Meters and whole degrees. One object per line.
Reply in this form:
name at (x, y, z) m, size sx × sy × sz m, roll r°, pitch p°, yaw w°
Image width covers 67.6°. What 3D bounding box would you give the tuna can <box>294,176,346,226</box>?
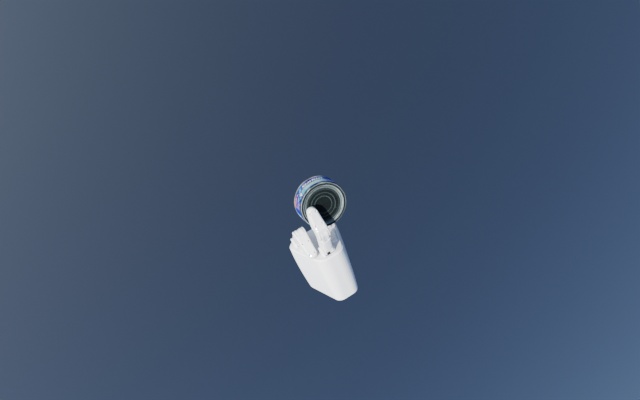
tuna can at (0.000, 0.003, 0.822) m, size 0.086 × 0.086 × 0.033 m, roll 0°, pitch 20°, yaw -22°
